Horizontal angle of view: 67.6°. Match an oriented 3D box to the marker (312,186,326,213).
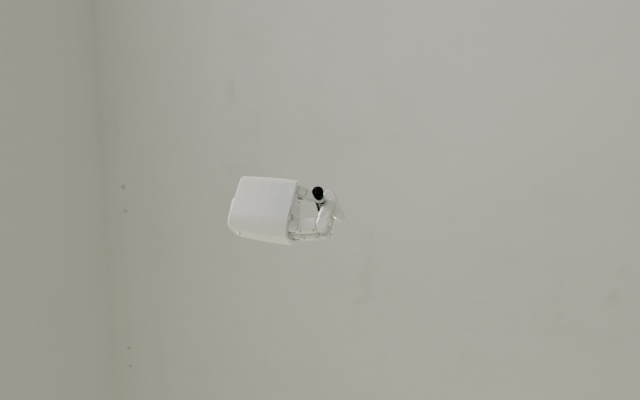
[{"bbox_3d":[0.000,0.003,0.823,0.020,0.020,0.121,0,-18,5],"label":"marker"}]
